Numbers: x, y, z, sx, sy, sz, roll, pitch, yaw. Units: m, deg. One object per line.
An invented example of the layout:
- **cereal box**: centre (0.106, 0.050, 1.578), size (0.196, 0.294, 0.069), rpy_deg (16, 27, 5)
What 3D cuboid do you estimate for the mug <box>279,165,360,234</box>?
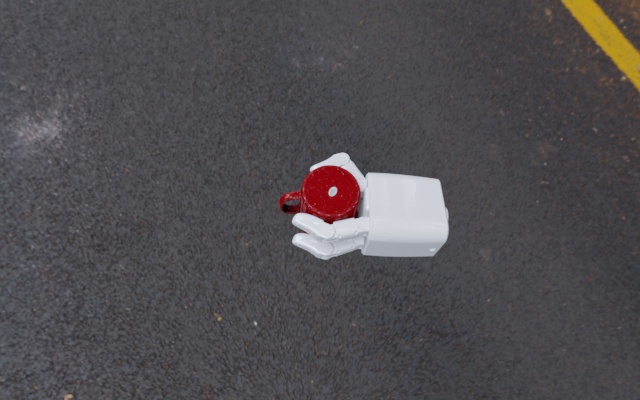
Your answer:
- **mug**: centre (-0.001, 0.002, 0.676), size (0.117, 0.093, 0.081), rpy_deg (2, -26, -3)
